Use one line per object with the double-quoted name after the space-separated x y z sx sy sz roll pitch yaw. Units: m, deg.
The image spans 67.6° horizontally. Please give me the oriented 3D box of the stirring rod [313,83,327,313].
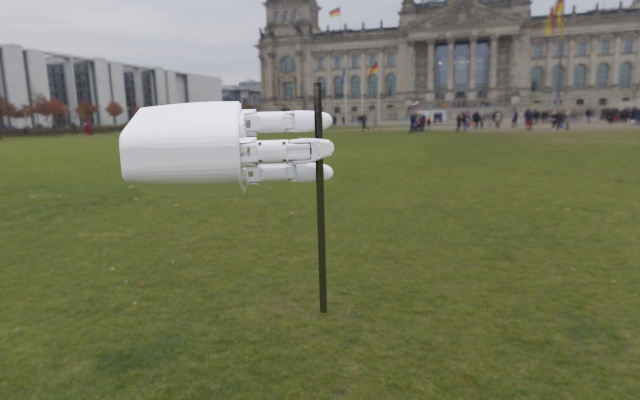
0.000 0.002 0.495 0.011 0.239 0.011 -2 10 0 "stirring rod"
